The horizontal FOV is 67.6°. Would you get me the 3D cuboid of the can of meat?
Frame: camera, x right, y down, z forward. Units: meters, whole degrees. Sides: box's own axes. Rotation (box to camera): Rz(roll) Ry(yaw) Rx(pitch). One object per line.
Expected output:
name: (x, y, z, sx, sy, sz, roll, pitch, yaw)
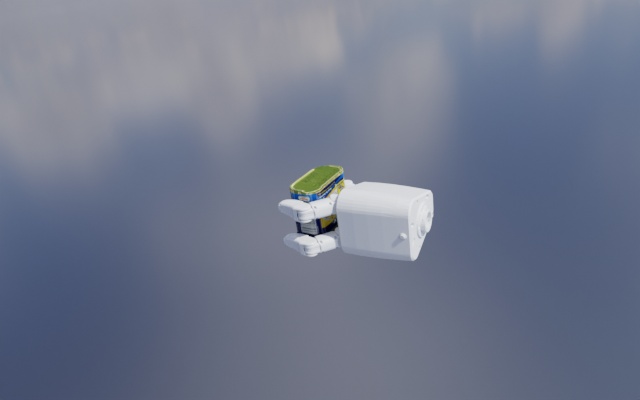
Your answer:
can of meat: (0.000, 0.002, 0.727, 0.057, 0.084, 0.102, 8, 30, 30)
